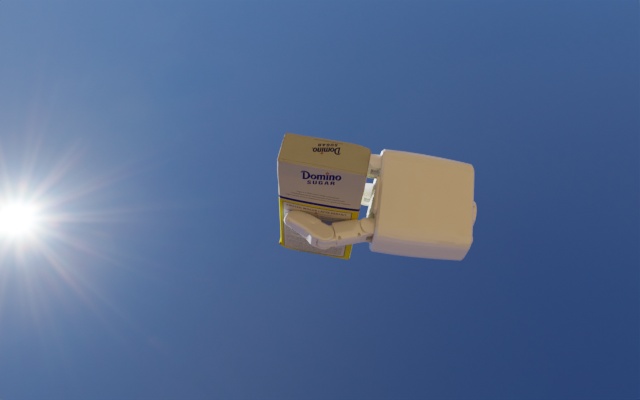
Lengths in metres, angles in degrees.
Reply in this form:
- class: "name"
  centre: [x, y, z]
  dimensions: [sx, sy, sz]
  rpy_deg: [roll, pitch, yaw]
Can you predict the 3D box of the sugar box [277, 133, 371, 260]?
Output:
- class: "sugar box"
  centre: [0.000, 0.001, 0.549]
  dimensions: [0.093, 0.048, 0.176]
  rpy_deg: [10, -37, 3]
